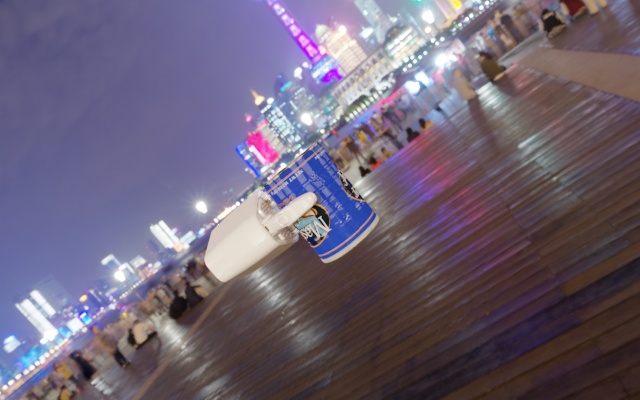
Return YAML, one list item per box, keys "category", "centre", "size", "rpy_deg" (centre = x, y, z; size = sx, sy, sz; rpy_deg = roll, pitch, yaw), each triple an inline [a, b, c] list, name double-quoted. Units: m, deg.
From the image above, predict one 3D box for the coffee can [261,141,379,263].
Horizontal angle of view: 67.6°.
- category: "coffee can"
  centre: [0.000, 0.002, 0.675]
  size: [0.103, 0.140, 0.103]
  rpy_deg: [-39, 6, 5]
